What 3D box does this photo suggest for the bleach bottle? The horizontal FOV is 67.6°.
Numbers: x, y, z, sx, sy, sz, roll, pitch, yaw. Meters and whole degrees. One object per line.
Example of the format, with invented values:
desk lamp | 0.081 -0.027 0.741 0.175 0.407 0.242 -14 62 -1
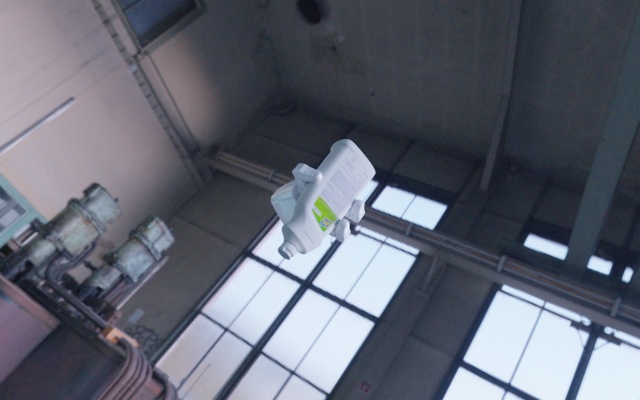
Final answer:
bleach bottle | 0.000 0.003 0.890 0.250 0.102 0.068 -51 19 -28
